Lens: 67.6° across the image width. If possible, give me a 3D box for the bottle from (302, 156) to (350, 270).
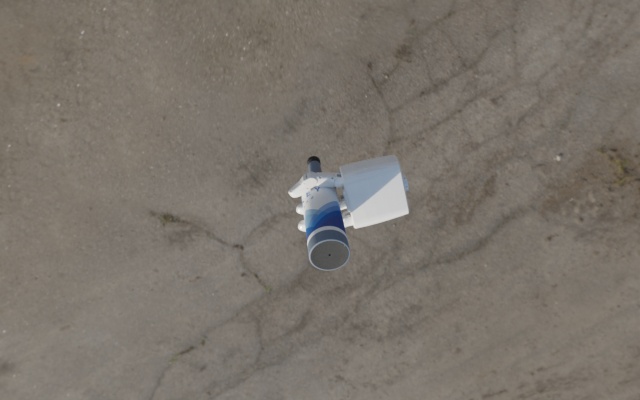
[{"bbox_3d":[0.000,0.003,0.876,0.069,0.069,0.295,0,35,-7],"label":"bottle"}]
